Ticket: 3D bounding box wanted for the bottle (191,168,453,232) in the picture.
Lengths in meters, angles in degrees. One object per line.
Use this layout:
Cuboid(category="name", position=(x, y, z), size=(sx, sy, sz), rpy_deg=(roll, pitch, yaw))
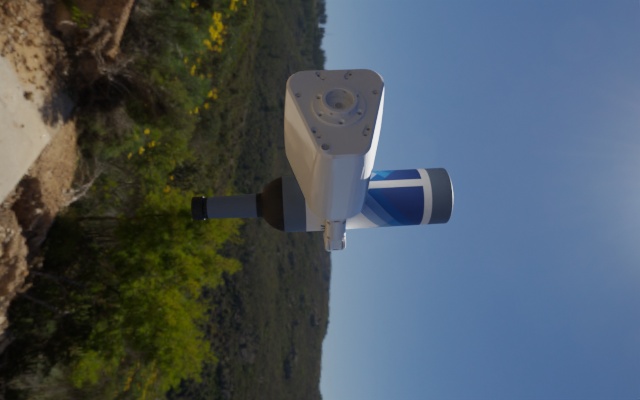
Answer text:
Cuboid(category="bottle", position=(0.000, 0.002, 0.559), size=(0.296, 0.069, 0.069), rpy_deg=(-3, 0, -4))
